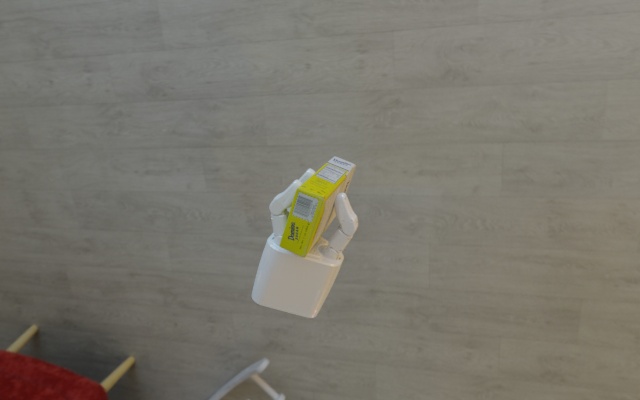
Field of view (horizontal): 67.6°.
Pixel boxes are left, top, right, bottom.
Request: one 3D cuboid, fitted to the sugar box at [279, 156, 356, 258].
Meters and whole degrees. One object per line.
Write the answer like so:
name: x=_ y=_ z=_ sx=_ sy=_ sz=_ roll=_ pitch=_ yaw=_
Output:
sugar box: x=0.000 y=0.002 z=0.696 sx=0.048 sy=0.093 sz=0.176 roll=22 pitch=23 yaw=7
